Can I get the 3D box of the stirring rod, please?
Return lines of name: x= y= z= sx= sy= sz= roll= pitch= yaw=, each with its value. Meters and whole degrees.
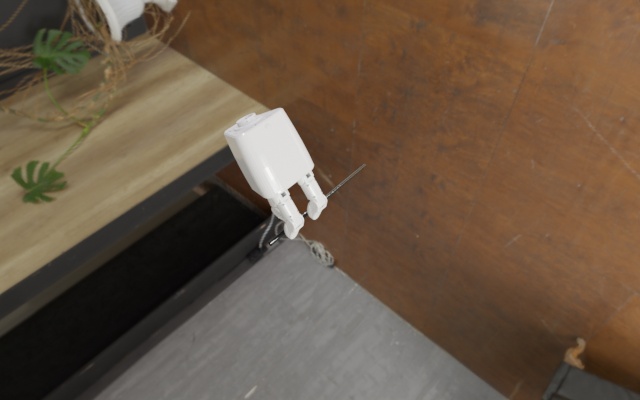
stirring rod: x=0.000 y=0.003 z=0.823 sx=0.239 sy=0.011 sz=0.011 roll=-40 pitch=22 yaw=-29
